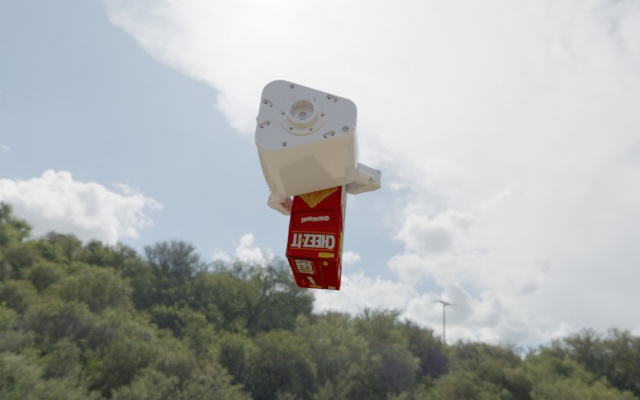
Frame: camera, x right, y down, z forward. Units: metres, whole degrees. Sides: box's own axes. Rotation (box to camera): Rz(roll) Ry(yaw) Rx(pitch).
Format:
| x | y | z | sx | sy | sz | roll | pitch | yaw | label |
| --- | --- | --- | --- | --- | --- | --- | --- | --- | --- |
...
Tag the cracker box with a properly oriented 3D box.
| x | y | z | sx | sy | sz | roll | pitch | yaw | label |
| --- | --- | --- | --- | --- | --- | --- | --- | --- | --- |
| 0.000 | 0.002 | 0.667 | 0.072 | 0.213 | 0.164 | 3 | -23 | 5 | cracker box |
